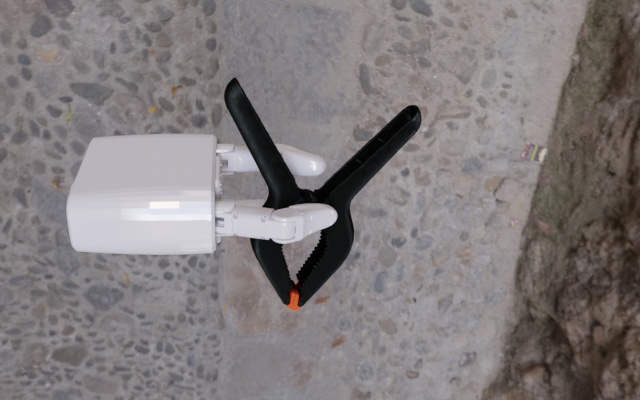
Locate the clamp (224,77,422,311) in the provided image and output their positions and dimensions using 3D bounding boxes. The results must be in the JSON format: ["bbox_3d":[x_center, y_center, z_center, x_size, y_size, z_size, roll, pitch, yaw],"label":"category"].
[{"bbox_3d":[0.000,0.002,0.420,0.164,0.210,0.036,-1,24,-12],"label":"clamp"}]
